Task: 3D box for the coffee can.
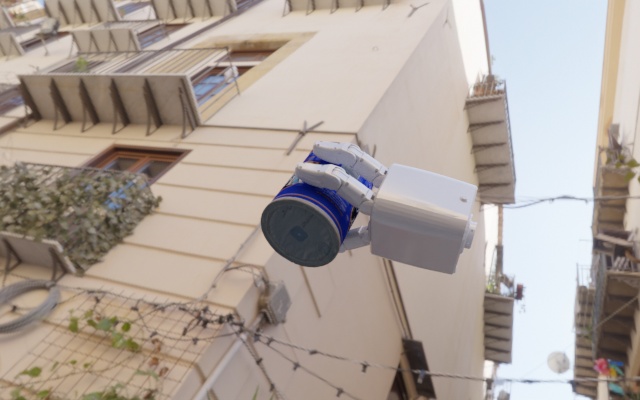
[{"bbox_3d":[0.000,0.002,0.617,0.103,0.103,0.140,0,34,27],"label":"coffee can"}]
